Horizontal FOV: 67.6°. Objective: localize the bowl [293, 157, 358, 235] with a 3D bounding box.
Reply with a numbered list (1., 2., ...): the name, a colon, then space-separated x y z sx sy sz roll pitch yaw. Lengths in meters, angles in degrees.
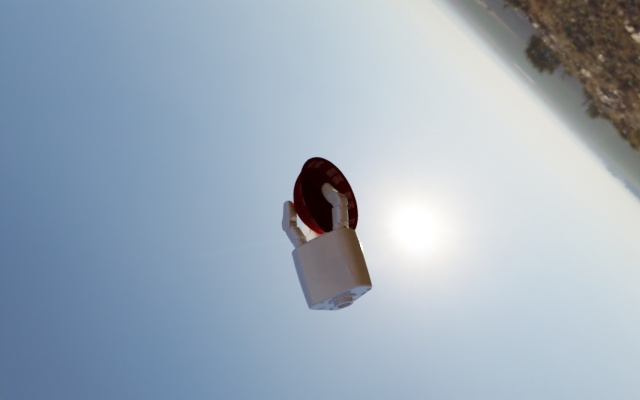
1. bowl: 0.000 0.002 0.885 0.055 0.162 0.162 -24 -15 35
